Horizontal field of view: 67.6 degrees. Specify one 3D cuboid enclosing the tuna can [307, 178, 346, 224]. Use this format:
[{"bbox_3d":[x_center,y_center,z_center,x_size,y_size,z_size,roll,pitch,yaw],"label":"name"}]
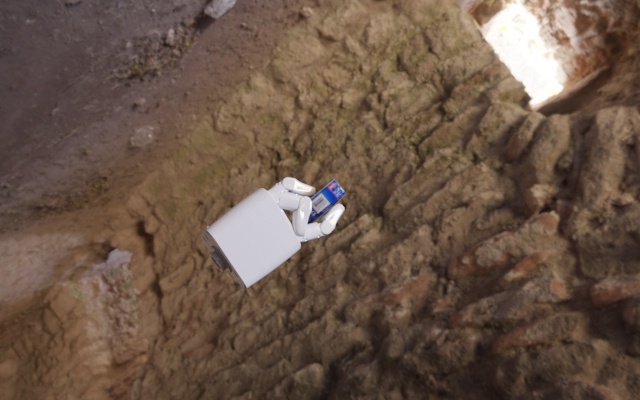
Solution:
[{"bbox_3d":[0.001,0.003,0.792,0.086,0.034,0.086,-40,1,1],"label":"tuna can"}]
